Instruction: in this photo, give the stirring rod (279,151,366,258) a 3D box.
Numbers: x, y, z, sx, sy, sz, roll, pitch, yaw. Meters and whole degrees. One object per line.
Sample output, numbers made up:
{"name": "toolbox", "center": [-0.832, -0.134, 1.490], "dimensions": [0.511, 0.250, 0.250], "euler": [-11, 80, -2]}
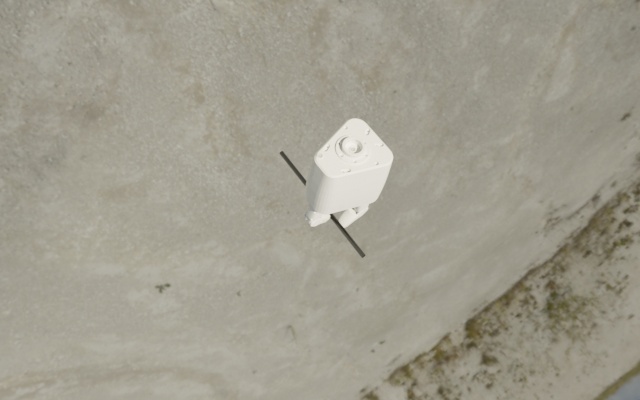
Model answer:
{"name": "stirring rod", "center": [0.000, 0.003, 0.821], "dimensions": [0.011, 0.239, 0.011], "euler": [-34, -19, -13]}
